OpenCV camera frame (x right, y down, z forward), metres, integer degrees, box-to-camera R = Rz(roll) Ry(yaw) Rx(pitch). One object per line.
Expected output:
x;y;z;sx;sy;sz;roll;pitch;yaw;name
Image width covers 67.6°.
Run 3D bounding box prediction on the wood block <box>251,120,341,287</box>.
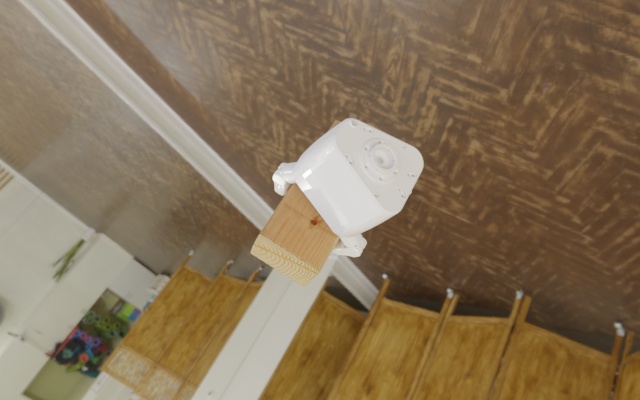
0.000;0.002;0.665;0.091;0.206;0.090;33;-27;-1;wood block
